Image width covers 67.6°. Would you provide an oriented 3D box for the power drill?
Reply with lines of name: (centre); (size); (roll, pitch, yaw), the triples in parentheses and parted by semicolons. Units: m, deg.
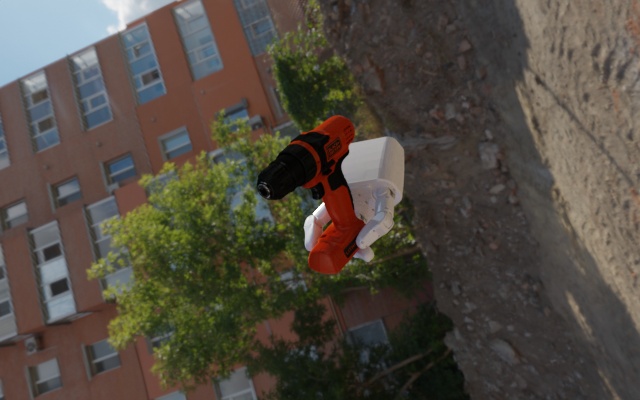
power drill: (0.000, 0.002, 0.633); (0.057, 0.188, 0.184); (9, 36, 36)
